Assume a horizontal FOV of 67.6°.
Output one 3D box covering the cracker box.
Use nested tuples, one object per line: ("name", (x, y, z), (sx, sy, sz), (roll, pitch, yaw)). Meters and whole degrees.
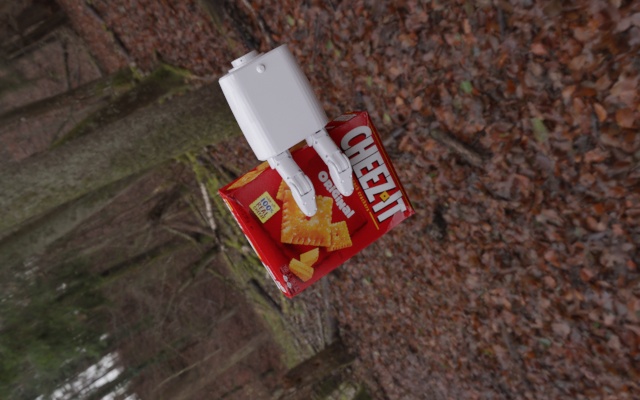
("cracker box", (0.000, 0.002, 0.638), (0.213, 0.164, 0.072), (-33, 19, -13))
